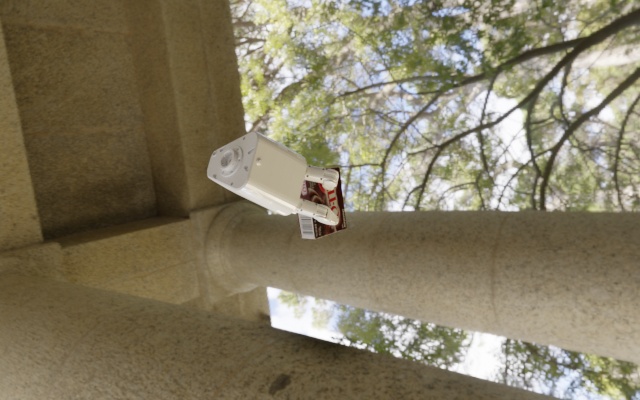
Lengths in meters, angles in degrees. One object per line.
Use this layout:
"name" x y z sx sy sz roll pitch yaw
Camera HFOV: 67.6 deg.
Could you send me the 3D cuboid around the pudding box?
"pudding box" 0.000 0.003 0.816 0.039 0.113 0.090 1 10 40
